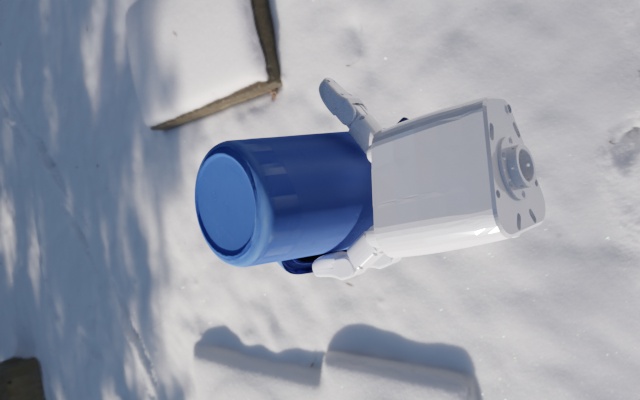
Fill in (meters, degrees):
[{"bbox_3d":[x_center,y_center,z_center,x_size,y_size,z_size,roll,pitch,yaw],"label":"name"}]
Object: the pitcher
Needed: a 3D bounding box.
[{"bbox_3d":[0.000,0.001,0.485,0.243,0.149,0.145,-8,-5,-45],"label":"pitcher"}]
